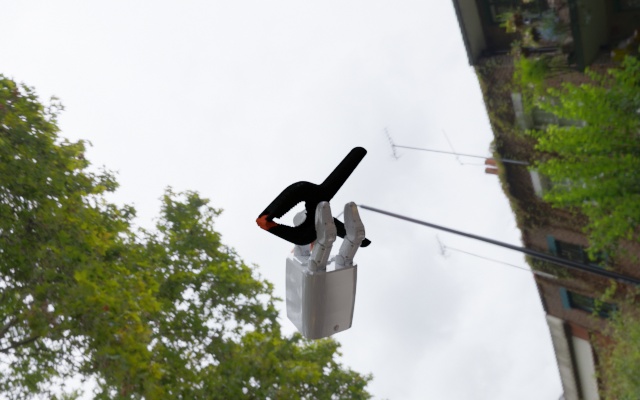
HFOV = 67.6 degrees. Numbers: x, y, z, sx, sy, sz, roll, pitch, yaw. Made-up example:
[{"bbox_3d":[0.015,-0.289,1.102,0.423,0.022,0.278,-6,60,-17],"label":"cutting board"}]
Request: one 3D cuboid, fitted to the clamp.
[{"bbox_3d":[-0.001,0.003,0.710,0.210,0.164,0.036,-6,10,-39],"label":"clamp"}]
